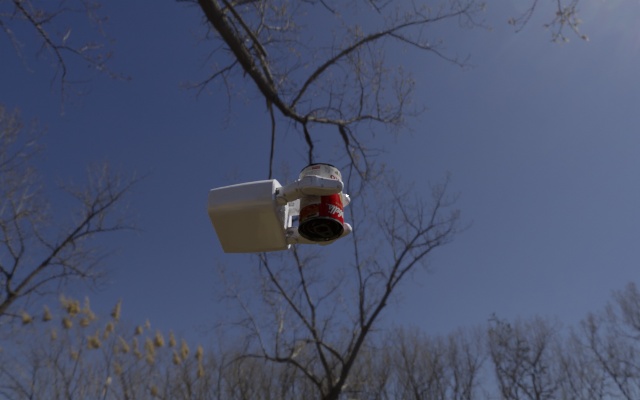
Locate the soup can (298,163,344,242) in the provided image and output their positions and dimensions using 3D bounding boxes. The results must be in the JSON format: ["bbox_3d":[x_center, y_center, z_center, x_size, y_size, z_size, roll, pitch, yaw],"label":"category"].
[{"bbox_3d":[0.001,0.002,0.727,0.068,0.102,0.069,0,-35,0],"label":"soup can"}]
